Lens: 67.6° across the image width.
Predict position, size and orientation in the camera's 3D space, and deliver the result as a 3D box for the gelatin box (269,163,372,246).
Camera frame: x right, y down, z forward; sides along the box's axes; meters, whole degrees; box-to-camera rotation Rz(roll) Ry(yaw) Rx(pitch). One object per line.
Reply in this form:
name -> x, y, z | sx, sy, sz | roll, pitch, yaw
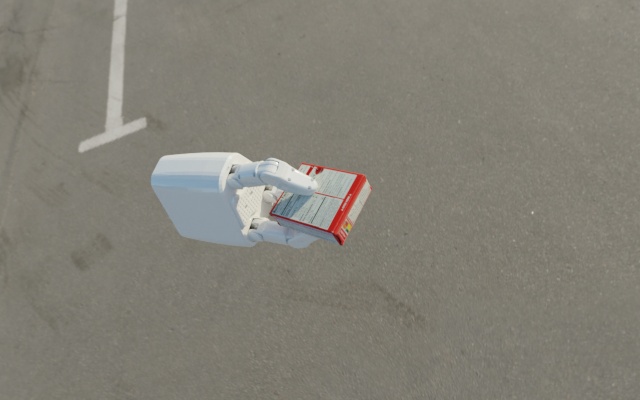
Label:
gelatin box -> 0.000, 0.001, 0.512 | 0.089, 0.073, 0.030 | 14, -26, 36
